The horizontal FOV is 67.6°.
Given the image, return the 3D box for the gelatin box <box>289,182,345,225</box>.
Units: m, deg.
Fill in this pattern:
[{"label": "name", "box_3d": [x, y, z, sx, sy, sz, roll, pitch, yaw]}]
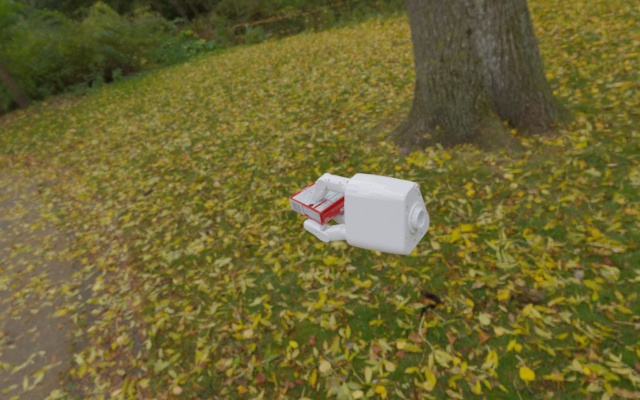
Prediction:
[{"label": "gelatin box", "box_3d": [0.000, 0.002, 0.853, 0.073, 0.030, 0.089, -33, 38, -30]}]
